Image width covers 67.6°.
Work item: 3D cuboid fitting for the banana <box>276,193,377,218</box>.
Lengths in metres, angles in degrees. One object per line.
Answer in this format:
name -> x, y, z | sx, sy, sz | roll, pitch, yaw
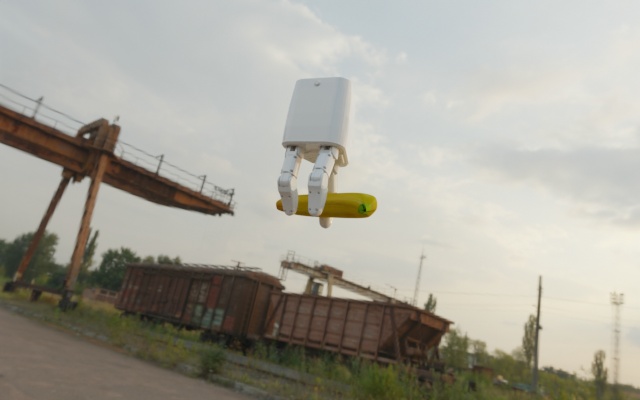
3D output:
banana -> 0.016, 0.005, 0.694 | 0.069, 0.037, 0.198 | 13, -9, -39
